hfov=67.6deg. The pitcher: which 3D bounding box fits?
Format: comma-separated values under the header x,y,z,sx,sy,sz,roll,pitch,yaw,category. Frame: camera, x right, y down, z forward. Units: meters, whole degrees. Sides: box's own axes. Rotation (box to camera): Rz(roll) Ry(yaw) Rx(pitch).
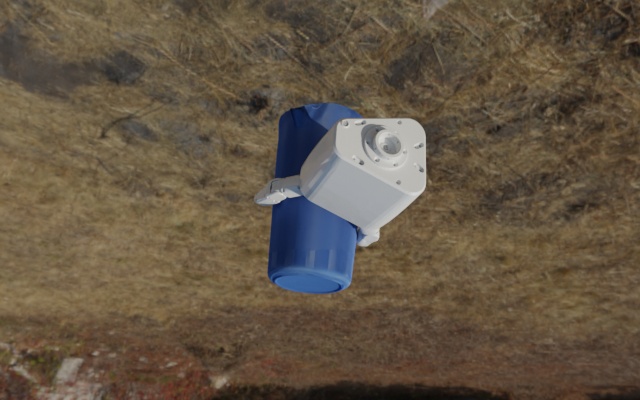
x,y,z,sx,sy,sz,roll,pitch,yaw,category
0.000,0.002,0.664,0.149,0.242,0.145,13,-26,-17,pitcher
